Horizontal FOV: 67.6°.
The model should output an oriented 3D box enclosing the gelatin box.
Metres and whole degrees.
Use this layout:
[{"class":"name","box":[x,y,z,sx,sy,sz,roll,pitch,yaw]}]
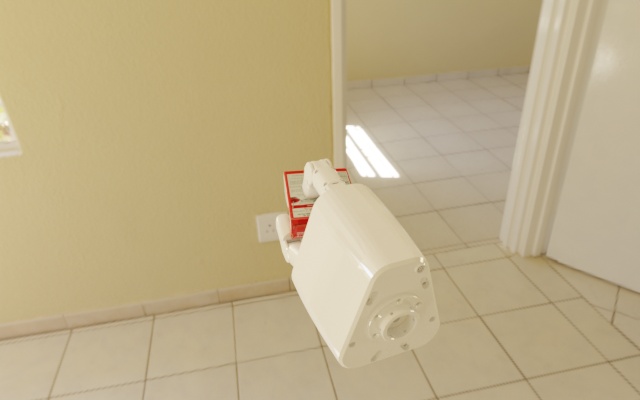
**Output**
[{"class":"gelatin box","box":[0.000,0.001,0.518,0.073,0.030,0.089,-4,38,-7]}]
